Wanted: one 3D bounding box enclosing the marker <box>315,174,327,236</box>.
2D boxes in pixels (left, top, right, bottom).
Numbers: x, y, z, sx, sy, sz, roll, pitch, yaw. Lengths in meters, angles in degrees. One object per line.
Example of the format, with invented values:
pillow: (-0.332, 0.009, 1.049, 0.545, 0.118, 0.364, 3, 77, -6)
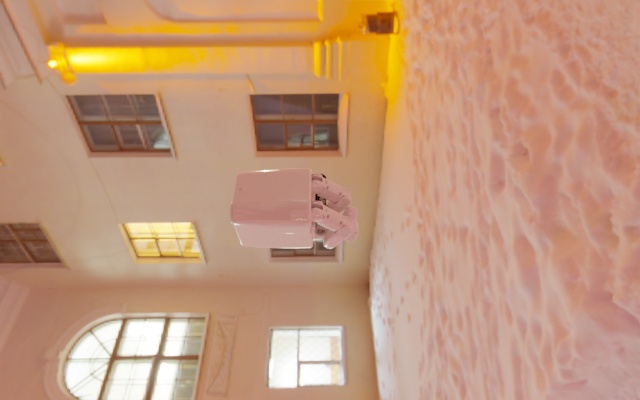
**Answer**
marker: (0.000, 0.002, 0.724, 0.020, 0.020, 0.121, 0, 45, 0)
